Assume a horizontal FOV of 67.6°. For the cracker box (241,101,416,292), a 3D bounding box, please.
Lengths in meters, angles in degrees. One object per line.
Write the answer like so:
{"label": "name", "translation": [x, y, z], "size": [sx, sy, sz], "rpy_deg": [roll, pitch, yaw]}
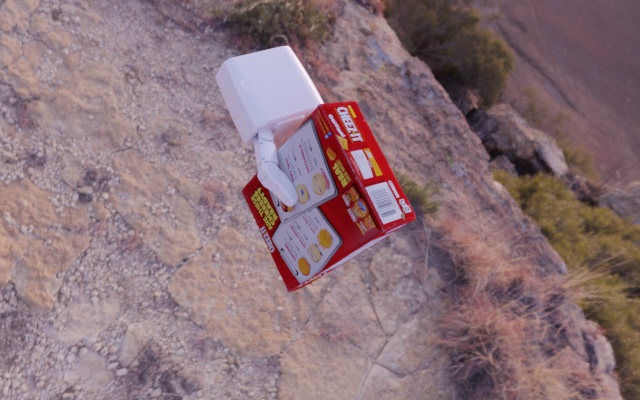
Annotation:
{"label": "cracker box", "translation": [0.000, 0.002, 0.612], "size": [0.072, 0.164, 0.214], "rpy_deg": [-15, -17, -40]}
